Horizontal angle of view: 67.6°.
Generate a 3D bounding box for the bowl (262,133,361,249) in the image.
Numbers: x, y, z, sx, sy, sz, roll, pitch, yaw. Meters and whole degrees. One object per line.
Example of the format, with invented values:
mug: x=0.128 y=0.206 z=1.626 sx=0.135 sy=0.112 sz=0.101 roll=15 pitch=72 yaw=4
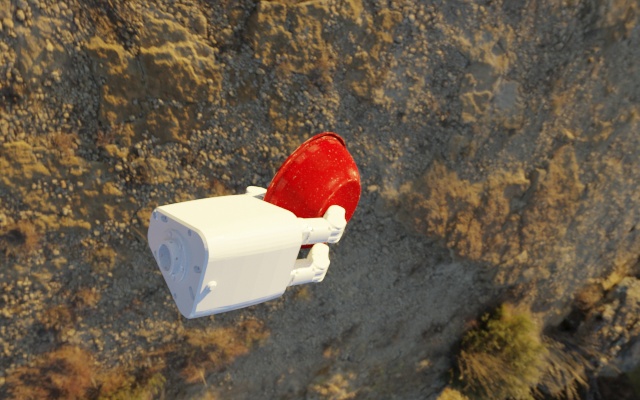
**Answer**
bowl: x=0.001 y=0.002 z=0.582 sx=0.055 sy=0.162 sz=0.162 roll=33 pitch=15 yaw=25
